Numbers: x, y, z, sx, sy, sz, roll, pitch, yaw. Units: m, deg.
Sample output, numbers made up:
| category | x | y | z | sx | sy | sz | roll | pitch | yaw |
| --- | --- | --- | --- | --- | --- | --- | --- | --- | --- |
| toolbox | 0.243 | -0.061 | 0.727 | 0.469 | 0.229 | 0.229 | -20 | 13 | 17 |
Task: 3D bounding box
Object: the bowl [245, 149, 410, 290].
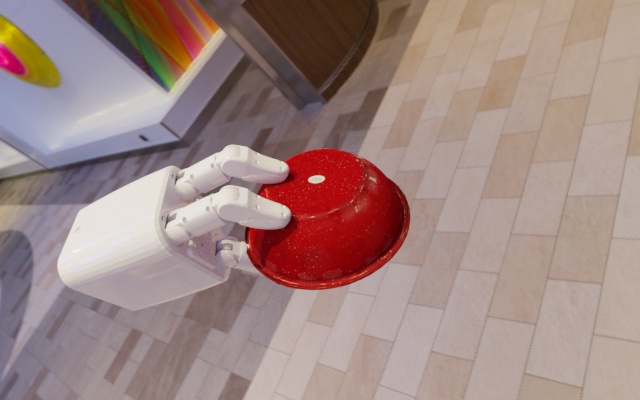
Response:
| category | x | y | z | sx | sy | sz | roll | pitch | yaw |
| --- | --- | --- | --- | --- | --- | --- | --- | --- | --- |
| bowl | 0.001 | 0.001 | 0.442 | 0.162 | 0.055 | 0.162 | -8 | 43 | 7 |
